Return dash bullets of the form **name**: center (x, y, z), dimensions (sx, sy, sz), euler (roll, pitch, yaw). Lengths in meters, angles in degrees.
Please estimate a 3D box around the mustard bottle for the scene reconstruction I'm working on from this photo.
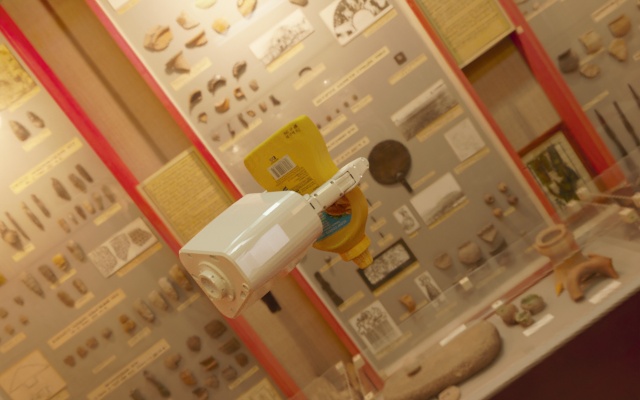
- **mustard bottle**: center (0.000, 0.001, 0.565), dimensions (0.096, 0.191, 0.058), euler (-33, 8, 28)
